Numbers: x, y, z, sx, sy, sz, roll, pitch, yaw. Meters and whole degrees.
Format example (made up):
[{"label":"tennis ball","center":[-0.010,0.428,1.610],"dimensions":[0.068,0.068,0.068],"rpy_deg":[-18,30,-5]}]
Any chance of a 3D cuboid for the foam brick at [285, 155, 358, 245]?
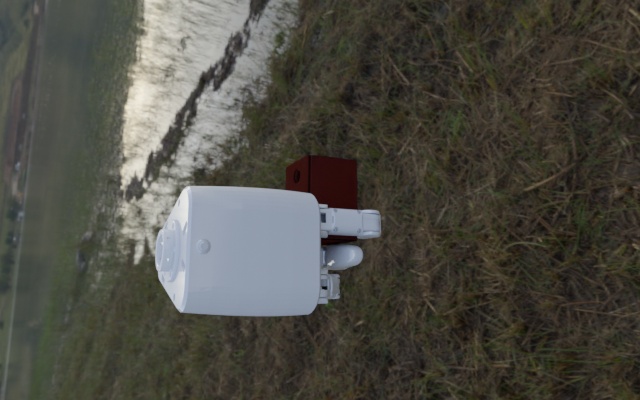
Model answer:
[{"label":"foam brick","center":[0.000,0.001,0.446],"dimensions":[0.051,0.078,0.053],"rpy_deg":[5,-11,-25]}]
